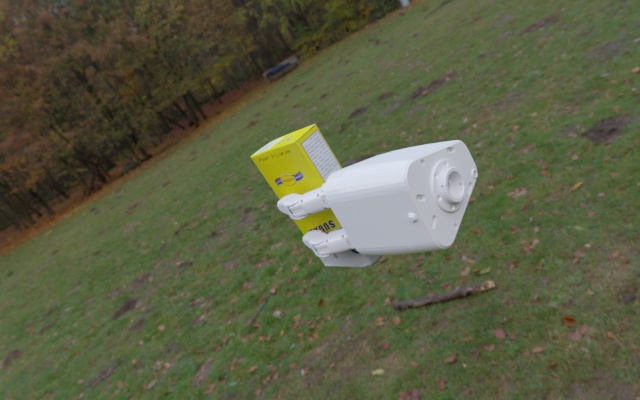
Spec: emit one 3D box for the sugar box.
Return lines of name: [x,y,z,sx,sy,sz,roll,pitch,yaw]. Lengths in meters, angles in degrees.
sugar box: [0.000,0.002,0.572,0.093,0.176,0.048,-10,27,51]
